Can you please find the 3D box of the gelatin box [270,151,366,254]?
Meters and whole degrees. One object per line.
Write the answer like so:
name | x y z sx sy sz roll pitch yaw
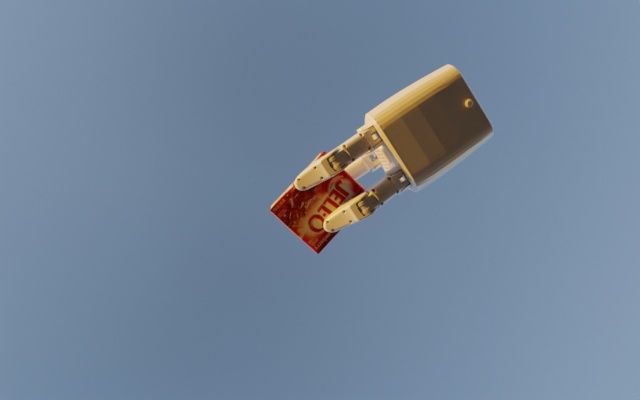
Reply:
gelatin box | 0.000 0.002 0.528 0.073 0.089 0.030 43 4 -6
